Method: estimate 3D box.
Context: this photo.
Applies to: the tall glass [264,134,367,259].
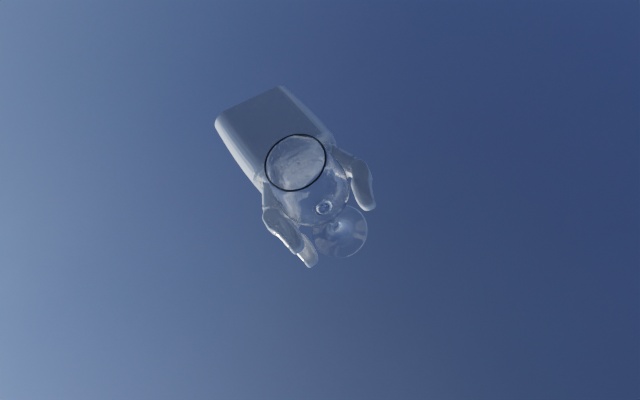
[{"bbox_3d":[0.000,0.002,0.537,0.079,0.079,0.201,0,-23,15],"label":"tall glass"}]
